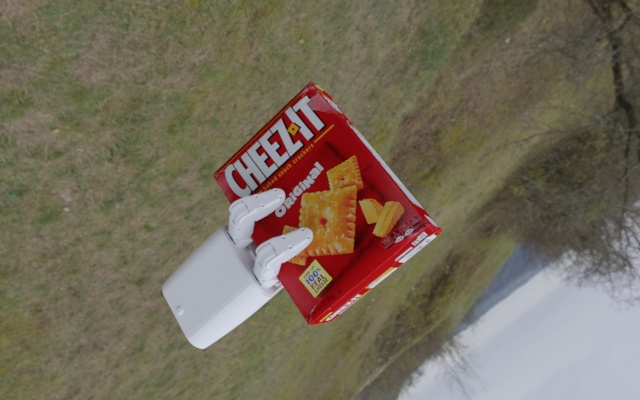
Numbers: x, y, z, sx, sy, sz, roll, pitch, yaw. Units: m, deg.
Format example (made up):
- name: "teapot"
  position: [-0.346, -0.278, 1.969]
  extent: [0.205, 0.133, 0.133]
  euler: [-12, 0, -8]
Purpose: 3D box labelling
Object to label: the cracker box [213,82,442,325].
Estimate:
- name: "cracker box"
  position: [0.000, 0.002, 0.531]
  extent: [0.164, 0.213, 0.072]
  euler: [-41, -21, 12]
